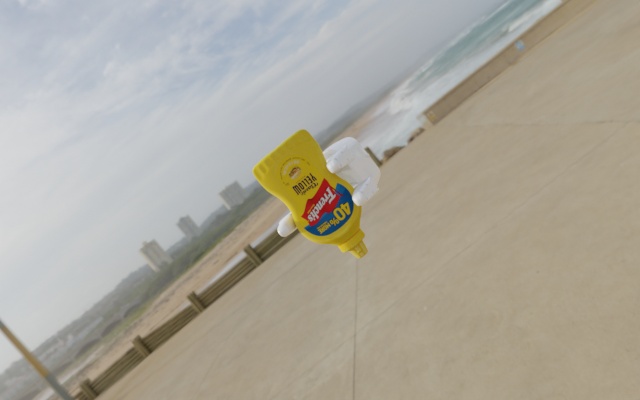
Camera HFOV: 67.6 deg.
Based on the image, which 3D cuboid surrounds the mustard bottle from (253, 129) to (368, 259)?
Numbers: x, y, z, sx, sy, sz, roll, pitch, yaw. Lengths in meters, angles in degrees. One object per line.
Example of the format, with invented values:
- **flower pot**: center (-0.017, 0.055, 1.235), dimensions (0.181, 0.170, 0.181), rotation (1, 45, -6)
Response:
- **mustard bottle**: center (0.000, 0.002, 0.663), dimensions (0.096, 0.191, 0.058), rotation (-39, 4, 3)
